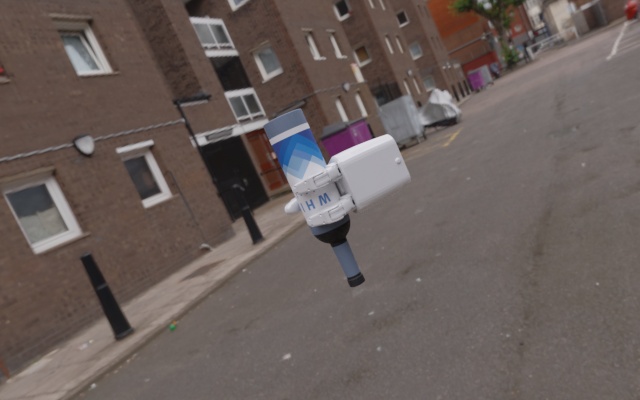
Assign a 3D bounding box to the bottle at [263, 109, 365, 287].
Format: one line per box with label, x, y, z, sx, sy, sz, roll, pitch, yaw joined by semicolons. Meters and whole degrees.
bottle;0.000;0.002;0.766;0.069;0.296;0.069;-24;6;3
